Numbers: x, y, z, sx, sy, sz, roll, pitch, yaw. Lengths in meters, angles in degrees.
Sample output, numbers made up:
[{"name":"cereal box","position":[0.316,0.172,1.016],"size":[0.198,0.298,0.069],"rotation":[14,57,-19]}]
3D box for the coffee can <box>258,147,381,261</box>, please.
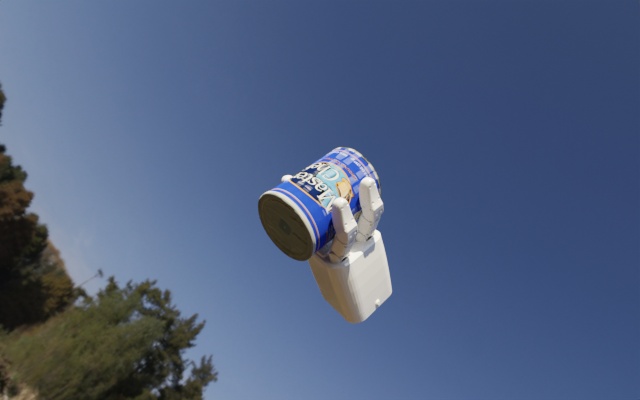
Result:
[{"name":"coffee can","position":[0.000,0.002,0.654],"size":[0.140,0.103,0.103],"rotation":[-35,21,-33]}]
